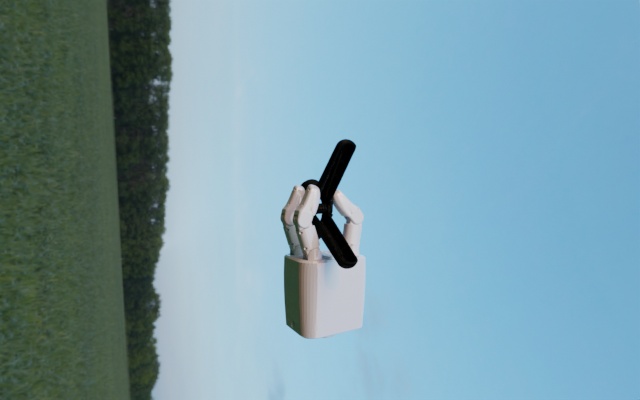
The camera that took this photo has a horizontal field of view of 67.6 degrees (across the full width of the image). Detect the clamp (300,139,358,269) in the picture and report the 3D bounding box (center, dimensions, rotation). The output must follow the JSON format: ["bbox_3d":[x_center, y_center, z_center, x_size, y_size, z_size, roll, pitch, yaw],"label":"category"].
[{"bbox_3d":[0.001,0.003,0.684,0.036,0.164,0.210,3,0,-23],"label":"clamp"}]
